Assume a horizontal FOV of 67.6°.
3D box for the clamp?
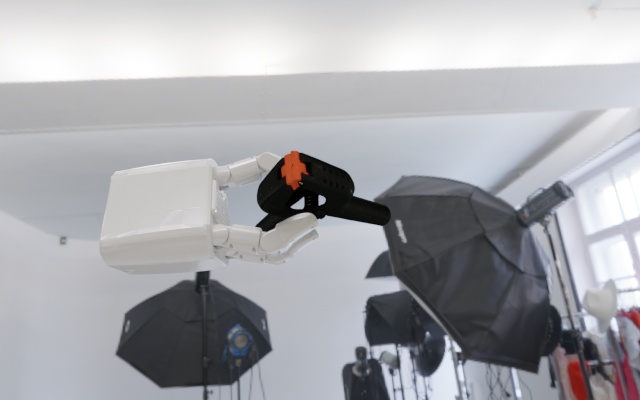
[{"bbox_3d":[0.000,0.001,0.493,0.164,0.036,0.210,-7,-18,-1],"label":"clamp"}]
